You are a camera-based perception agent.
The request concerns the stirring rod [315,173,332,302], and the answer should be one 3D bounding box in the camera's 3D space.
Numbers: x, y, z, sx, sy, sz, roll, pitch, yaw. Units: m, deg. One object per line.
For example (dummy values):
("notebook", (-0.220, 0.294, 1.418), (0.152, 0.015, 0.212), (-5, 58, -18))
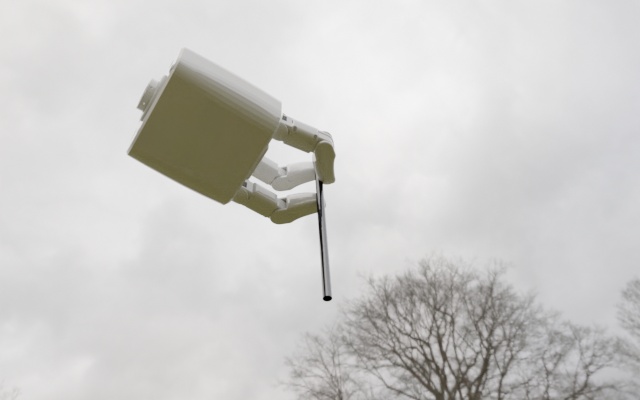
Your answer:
("stirring rod", (0.000, 0.002, 0.483), (0.011, 0.011, 0.239), (0, 41, -4))
